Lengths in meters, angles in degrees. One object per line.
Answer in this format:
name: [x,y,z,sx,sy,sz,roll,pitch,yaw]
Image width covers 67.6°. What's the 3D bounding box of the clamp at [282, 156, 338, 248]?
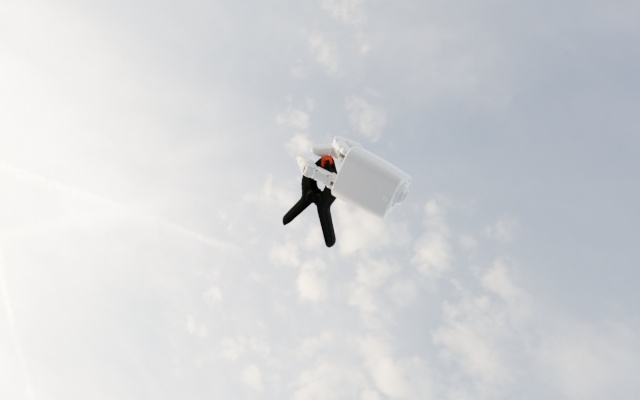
clamp: [0.000,0.003,0.900,0.120,0.171,0.039,30,27,16]
